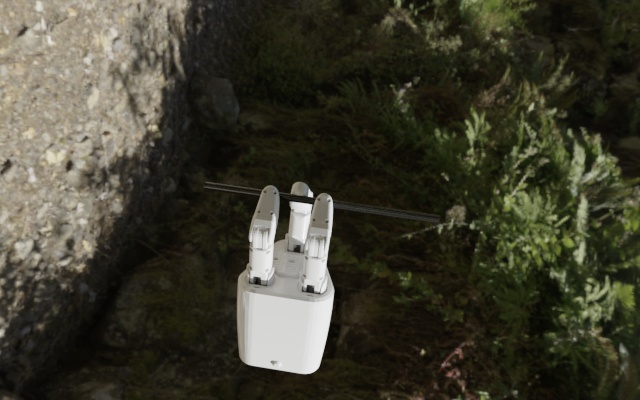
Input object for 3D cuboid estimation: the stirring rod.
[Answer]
[{"bbox_3d":[0.000,0.002,0.486,0.239,0.011,0.011,8,0,3],"label":"stirring rod"}]
